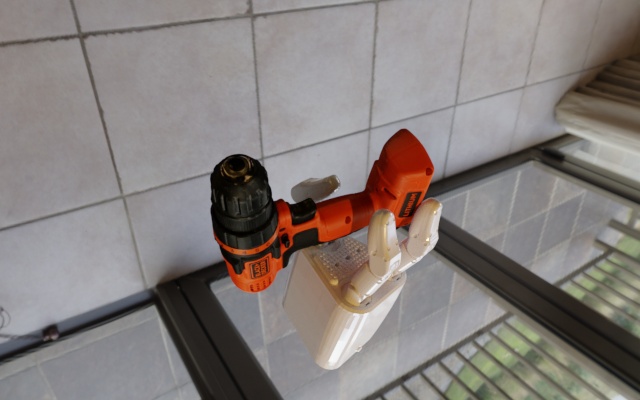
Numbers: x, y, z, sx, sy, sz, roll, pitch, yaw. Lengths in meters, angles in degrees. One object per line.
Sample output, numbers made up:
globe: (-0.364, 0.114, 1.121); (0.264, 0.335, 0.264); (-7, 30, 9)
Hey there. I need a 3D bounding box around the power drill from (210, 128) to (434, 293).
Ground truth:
power drill: (0.000, 0.001, 0.409); (0.187, 0.057, 0.184); (-19, -27, -15)
